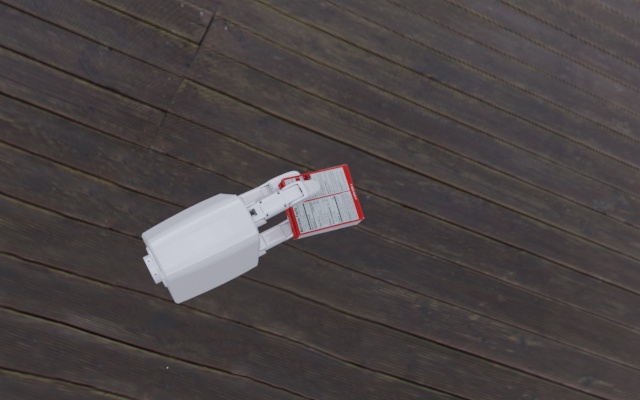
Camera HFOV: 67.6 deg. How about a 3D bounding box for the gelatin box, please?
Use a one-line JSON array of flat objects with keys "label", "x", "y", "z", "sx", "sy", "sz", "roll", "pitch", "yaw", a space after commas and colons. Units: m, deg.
[{"label": "gelatin box", "x": 0.001, "y": 0.002, "z": 0.586, "sx": 0.089, "sy": 0.073, "sz": 0.030, "roll": -14, "pitch": -13, "yaw": -17}]
